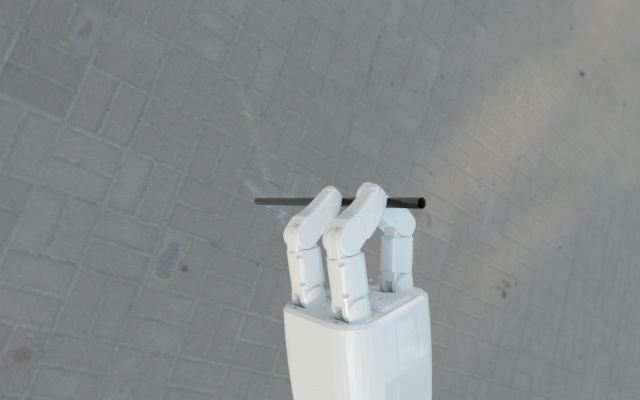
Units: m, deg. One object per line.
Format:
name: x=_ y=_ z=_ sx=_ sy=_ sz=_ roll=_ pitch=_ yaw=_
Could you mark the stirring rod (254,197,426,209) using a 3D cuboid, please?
stirring rod: x=0.000 y=0.001 z=0.423 sx=0.011 sy=0.011 sz=0.239 roll=0 pitch=0 yaw=-35
